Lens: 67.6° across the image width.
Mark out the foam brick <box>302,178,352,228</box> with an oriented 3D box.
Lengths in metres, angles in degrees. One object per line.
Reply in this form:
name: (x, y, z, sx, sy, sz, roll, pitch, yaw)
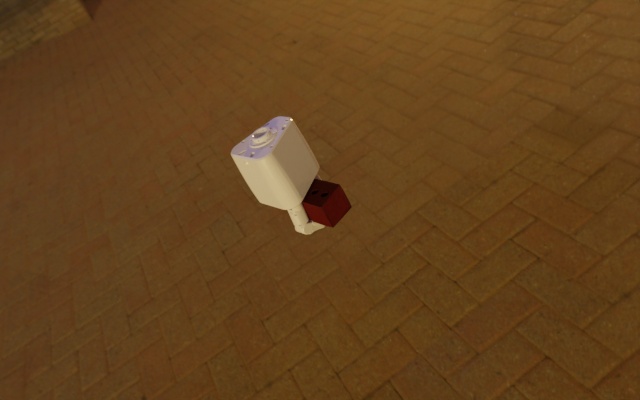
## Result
foam brick: (0.000, 0.003, 0.789, 0.078, 0.051, 0.053, 15, 54, 43)
